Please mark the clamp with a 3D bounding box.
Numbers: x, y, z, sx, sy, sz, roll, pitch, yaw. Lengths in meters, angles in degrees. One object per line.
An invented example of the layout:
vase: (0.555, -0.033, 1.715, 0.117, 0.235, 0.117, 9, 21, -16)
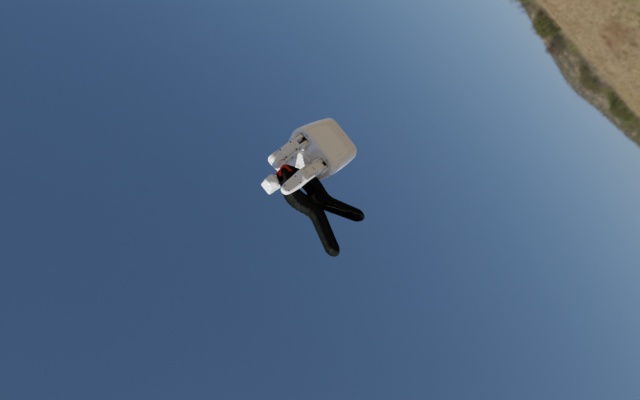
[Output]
clamp: (0.000, 0.003, 0.804, 0.039, 0.171, 0.120, -40, -3, 37)
